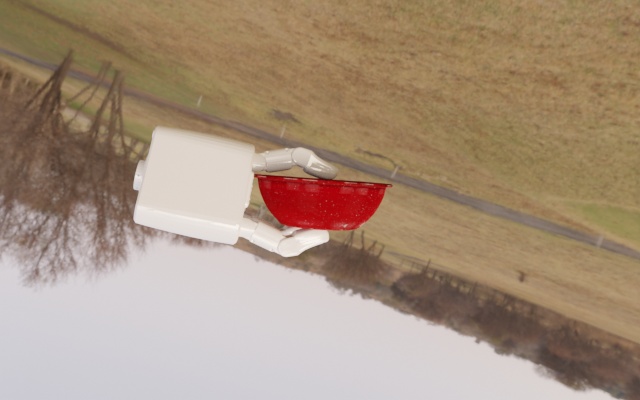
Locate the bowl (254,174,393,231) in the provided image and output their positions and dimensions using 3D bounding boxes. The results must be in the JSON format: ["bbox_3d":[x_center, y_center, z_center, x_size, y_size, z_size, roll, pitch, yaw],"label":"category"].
[{"bbox_3d":[0.001,0.002,0.550,0.162,0.055,0.162,4,3,0],"label":"bowl"}]
